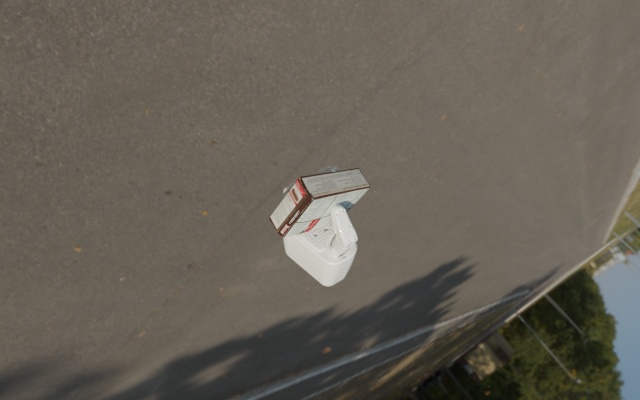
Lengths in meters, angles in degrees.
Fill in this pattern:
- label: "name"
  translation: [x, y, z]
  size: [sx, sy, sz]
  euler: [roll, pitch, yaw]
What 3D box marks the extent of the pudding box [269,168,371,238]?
- label: "pudding box"
  translation: [0.000, 0.002, 0.635]
  size: [0.113, 0.039, 0.090]
  euler: [-14, -28, -44]
